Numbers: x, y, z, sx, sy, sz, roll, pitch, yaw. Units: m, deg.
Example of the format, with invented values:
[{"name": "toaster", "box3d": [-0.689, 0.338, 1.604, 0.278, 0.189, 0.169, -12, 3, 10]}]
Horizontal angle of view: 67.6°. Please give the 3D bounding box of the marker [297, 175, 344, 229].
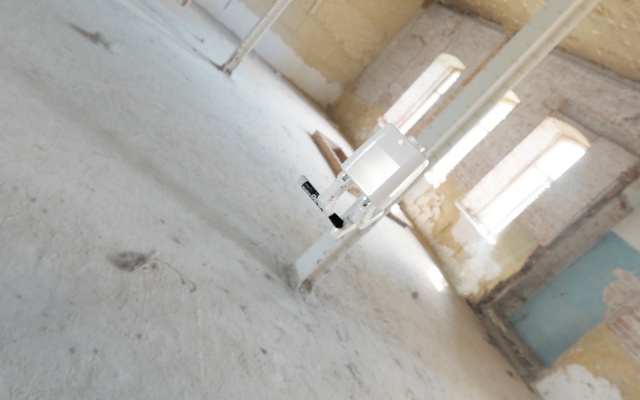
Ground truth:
[{"name": "marker", "box3d": [0.000, 0.003, 0.837, 0.020, 0.121, 0.020, -33, -24, -17]}]
